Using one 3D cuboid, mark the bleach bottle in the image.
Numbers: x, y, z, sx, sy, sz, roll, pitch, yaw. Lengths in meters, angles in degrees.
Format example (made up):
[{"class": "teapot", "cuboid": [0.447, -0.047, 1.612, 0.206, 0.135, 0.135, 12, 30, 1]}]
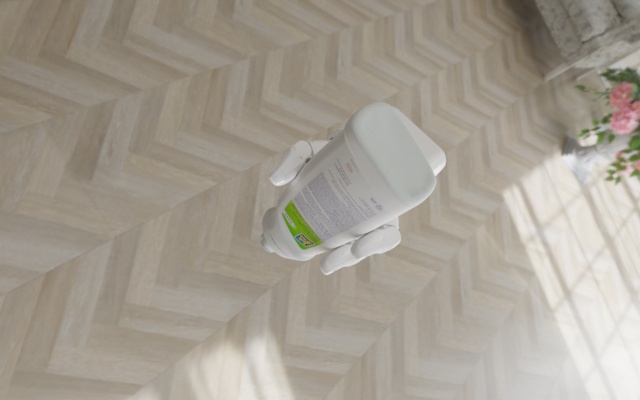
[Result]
[{"class": "bleach bottle", "cuboid": [0.000, 0.002, 0.511, 0.068, 0.102, 0.251, -34, 1, -40]}]
